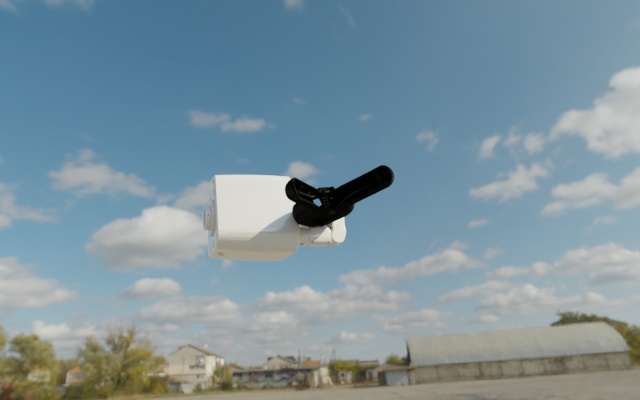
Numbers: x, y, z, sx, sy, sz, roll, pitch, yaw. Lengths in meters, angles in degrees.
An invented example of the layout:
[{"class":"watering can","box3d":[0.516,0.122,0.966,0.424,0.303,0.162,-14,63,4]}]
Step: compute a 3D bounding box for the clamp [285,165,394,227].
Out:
[{"class":"clamp","box3d":[0.000,0.001,0.569,0.120,0.039,0.171,0,-20,-21]}]
